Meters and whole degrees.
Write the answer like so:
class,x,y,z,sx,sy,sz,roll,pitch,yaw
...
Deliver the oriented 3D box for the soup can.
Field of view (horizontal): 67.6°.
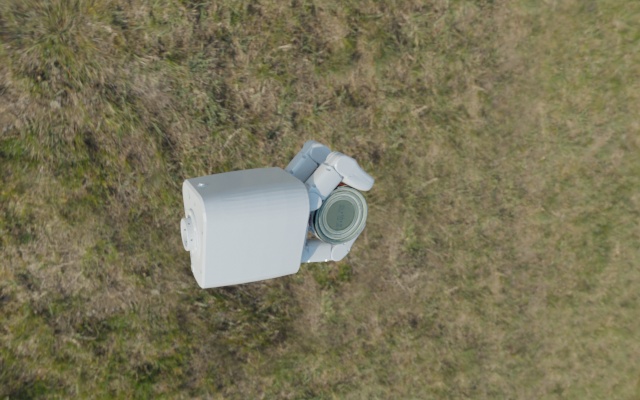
class,x,y,z,sx,sy,sz,roll,pitch,yaw
soup can,0.001,0.002,0.550,0.068,0.068,0.102,0,17,-28
